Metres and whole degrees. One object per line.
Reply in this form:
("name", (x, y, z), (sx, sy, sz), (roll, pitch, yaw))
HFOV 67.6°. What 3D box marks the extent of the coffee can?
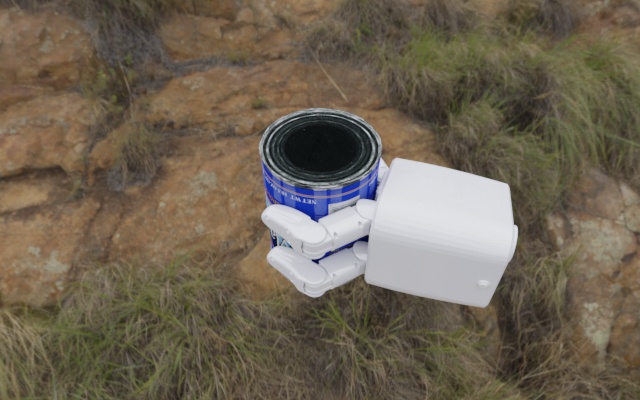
("coffee can", (0.000, 0.001, 0.446), (0.103, 0.102, 0.140), (0, -43, 0))
